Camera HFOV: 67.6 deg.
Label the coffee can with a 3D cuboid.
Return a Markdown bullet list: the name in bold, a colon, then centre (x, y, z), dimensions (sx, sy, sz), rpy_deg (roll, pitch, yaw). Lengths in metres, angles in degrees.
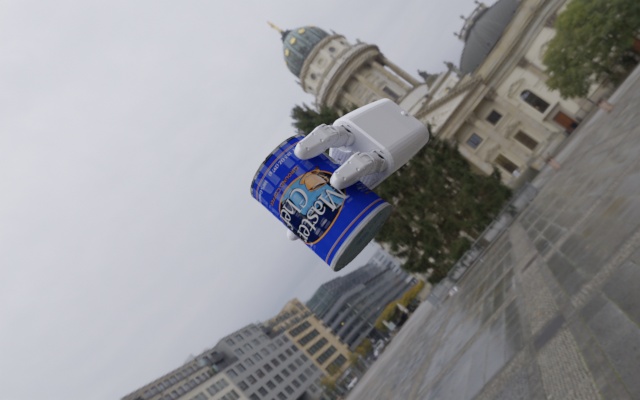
- **coffee can**: centre (0.000, 0.002, 0.577), dimensions (0.140, 0.103, 0.103), rpy_deg (41, 13, 16)
